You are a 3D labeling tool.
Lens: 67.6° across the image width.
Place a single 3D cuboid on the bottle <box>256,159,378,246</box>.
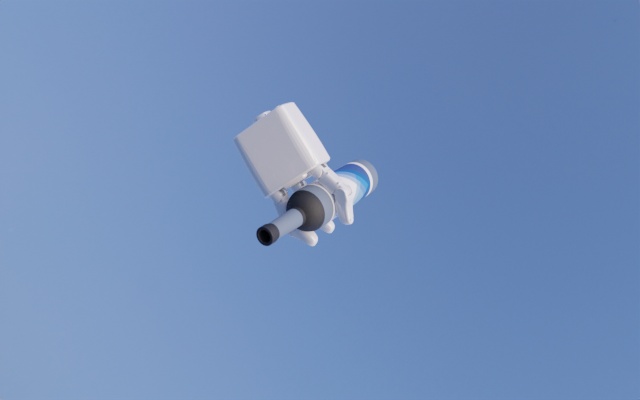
[{"bbox_3d":[0.000,0.002,0.742,0.069,0.069,0.295,0,18,32],"label":"bottle"}]
